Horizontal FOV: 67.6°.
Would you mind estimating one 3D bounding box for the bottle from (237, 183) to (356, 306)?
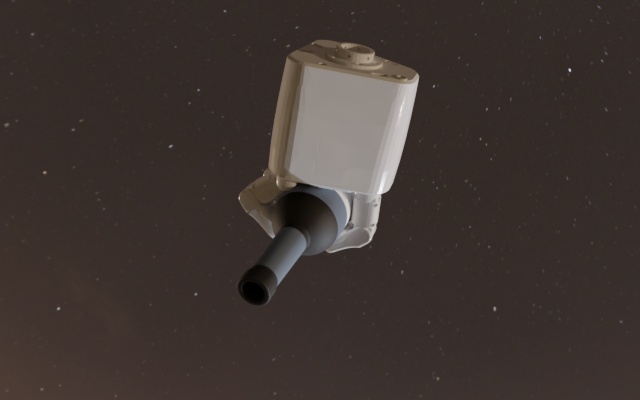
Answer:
[{"bbox_3d":[0.000,0.002,0.474,0.069,0.069,0.295,0,27,22],"label":"bottle"}]
